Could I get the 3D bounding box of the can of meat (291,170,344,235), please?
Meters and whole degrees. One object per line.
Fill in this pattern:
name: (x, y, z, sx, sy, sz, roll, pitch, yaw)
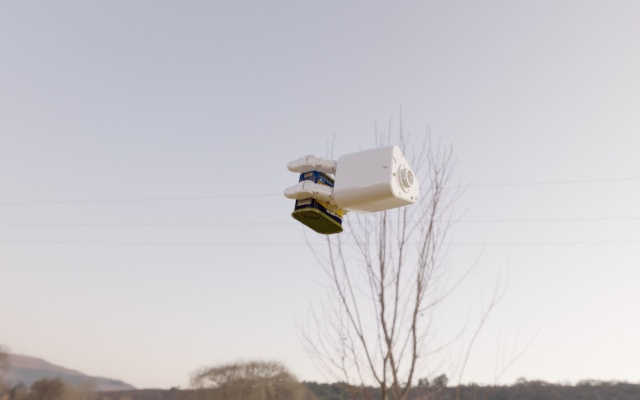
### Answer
can of meat: (0.000, 0.003, 0.851, 0.057, 0.084, 0.102, -13, -33, 37)
